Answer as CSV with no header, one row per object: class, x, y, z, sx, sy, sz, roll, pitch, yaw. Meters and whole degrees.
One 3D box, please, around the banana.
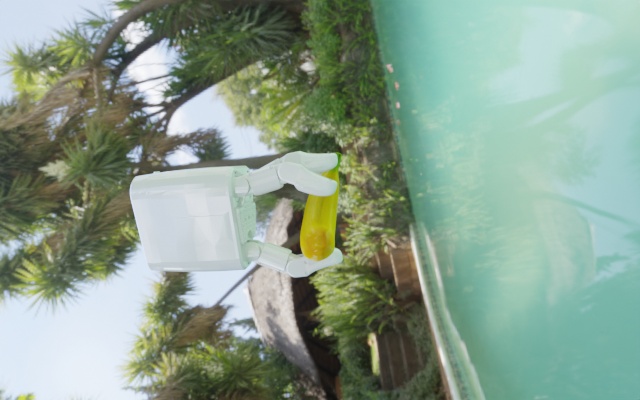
banana,-0.001,0.016,0.508,0.037,0.070,0.197,5,29,2
